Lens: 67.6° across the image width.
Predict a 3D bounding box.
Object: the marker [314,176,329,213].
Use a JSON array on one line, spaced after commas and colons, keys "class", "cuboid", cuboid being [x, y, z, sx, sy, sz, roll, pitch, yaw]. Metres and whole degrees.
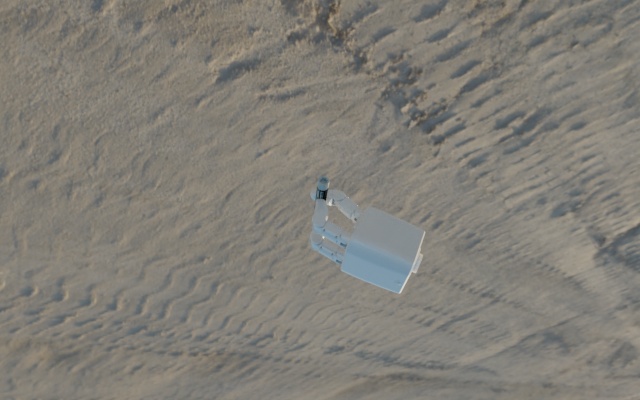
[{"class": "marker", "cuboid": [0.000, 0.003, 0.808, 0.020, 0.020, 0.121, 0, -35, -6]}]
